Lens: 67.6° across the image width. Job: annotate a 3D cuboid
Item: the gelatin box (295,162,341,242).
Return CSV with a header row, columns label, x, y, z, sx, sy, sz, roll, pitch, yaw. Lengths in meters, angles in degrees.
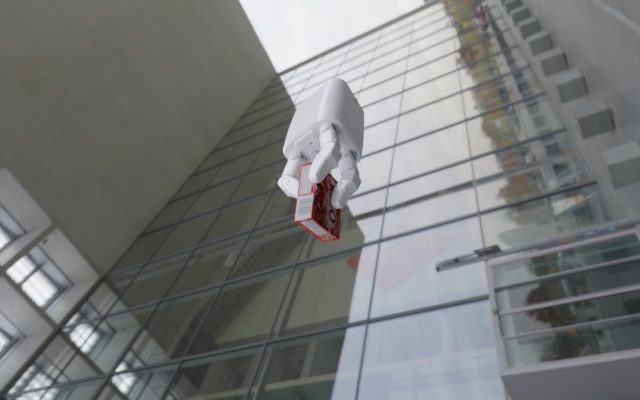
label,x,y,z,sx,sy,sz,roll,pitch,yaw
gelatin box,0.000,0.003,0.653,0.030,0.089,0.073,-12,-33,29
